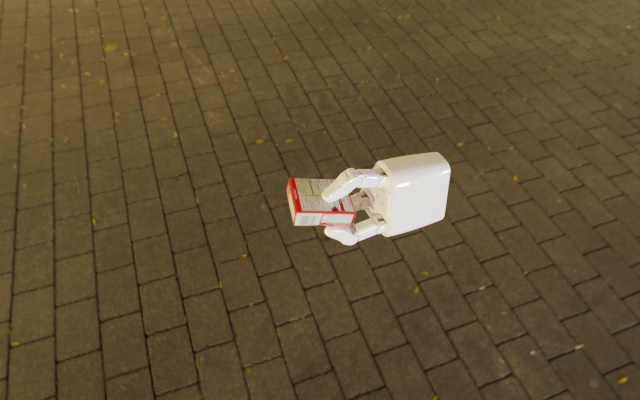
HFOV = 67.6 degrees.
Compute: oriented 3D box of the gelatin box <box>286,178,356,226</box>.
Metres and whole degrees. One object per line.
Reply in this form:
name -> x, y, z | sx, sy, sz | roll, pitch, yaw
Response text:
gelatin box -> 0.000, 0.002, 0.690 | 0.089, 0.030, 0.073 | 1, 44, -17
